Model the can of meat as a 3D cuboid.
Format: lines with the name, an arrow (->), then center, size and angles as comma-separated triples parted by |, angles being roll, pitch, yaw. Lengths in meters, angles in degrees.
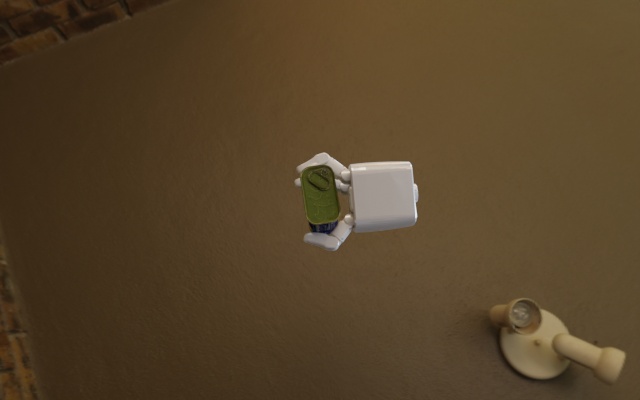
can of meat -> 0.000, 0.003, 0.811 | 0.057, 0.102, 0.084 | -9, -19, -2
